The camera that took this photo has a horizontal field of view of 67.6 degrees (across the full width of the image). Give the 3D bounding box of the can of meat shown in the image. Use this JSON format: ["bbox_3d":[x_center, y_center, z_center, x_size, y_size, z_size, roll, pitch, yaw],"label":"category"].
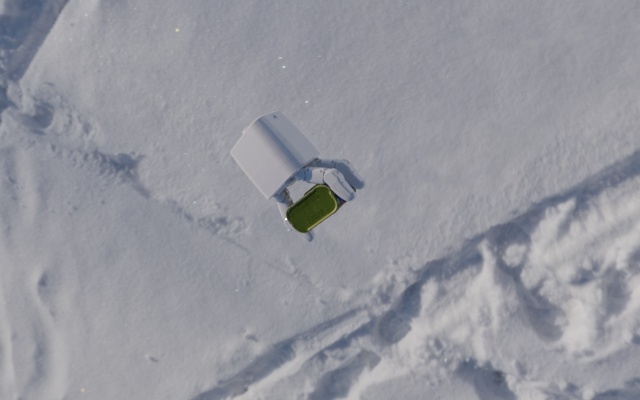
[{"bbox_3d":[0.000,0.003,0.794,0.102,0.057,0.084,-37,1,28],"label":"can of meat"}]
